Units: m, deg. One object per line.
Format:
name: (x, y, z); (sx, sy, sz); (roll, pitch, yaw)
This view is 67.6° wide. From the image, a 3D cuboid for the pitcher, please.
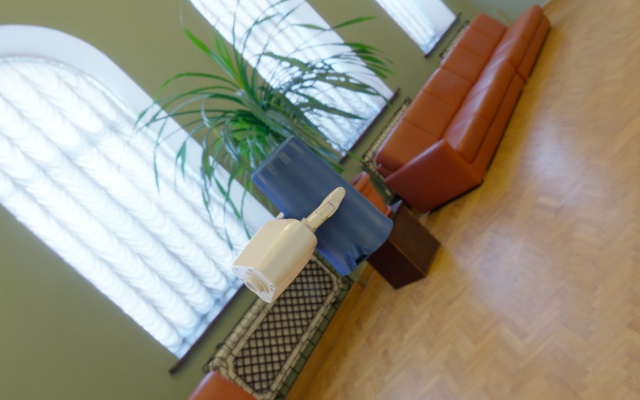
pitcher: (0.000, 0.003, 0.845); (0.145, 0.243, 0.149); (-50, 9, -29)
